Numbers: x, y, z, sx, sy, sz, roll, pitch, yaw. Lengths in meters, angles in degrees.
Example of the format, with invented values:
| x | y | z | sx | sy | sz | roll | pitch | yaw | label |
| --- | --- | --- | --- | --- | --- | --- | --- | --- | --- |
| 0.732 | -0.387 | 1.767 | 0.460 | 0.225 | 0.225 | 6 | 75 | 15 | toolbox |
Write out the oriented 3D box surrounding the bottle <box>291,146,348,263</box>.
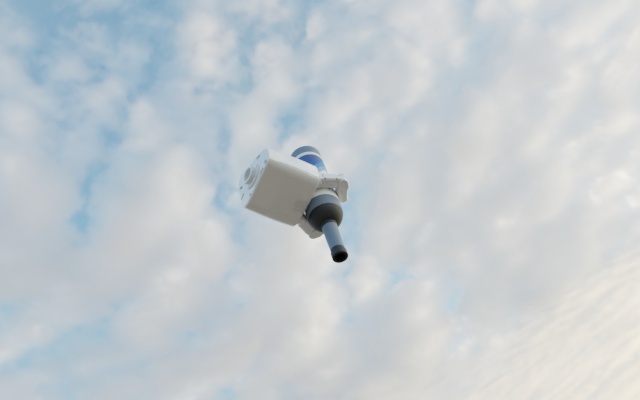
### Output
| x | y | z | sx | sy | sz | roll | pitch | yaw | label |
| --- | --- | --- | --- | --- | --- | --- | --- | --- | --- |
| 0.000 | 0.003 | 0.894 | 0.069 | 0.069 | 0.295 | 0 | 38 | -16 | bottle |
